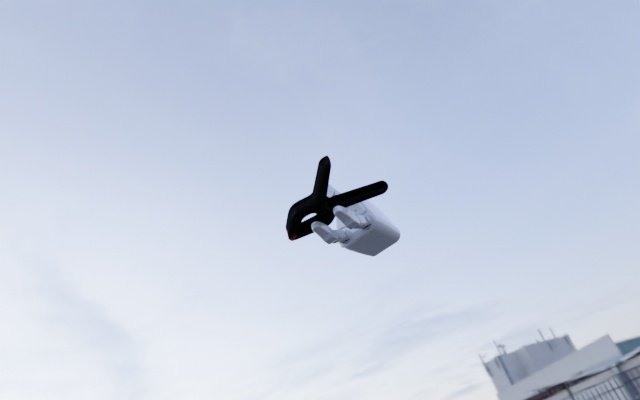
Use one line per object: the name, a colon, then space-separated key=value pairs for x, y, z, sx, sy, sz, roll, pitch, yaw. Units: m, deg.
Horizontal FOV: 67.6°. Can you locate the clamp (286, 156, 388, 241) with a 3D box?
clamp: x=0.000 y=0.003 z=0.873 sx=0.210 sy=0.036 sz=0.165 roll=-37 pitch=-41 yaw=24
